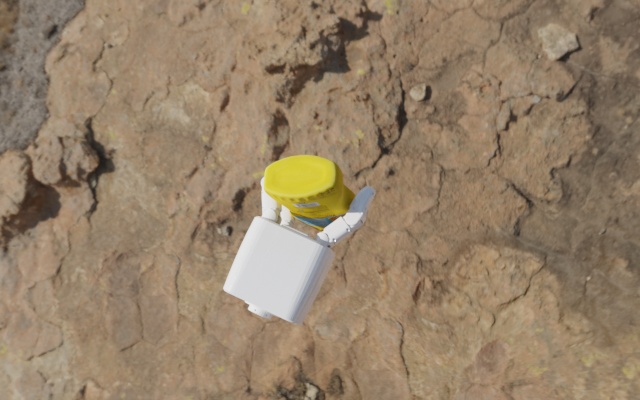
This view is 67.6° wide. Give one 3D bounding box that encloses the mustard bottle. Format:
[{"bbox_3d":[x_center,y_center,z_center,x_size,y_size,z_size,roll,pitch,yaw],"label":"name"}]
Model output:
[{"bbox_3d":[0.000,0.002,0.659,0.096,0.058,0.192,-5,-21,16],"label":"mustard bottle"}]
